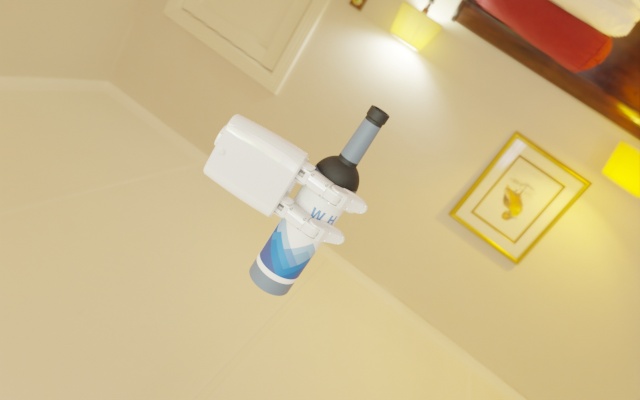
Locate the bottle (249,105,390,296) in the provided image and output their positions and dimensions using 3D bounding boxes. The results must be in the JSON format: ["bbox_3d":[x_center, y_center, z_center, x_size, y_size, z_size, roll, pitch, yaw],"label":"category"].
[{"bbox_3d":[0.000,0.002,0.652,0.069,0.296,0.069,29,21,-12],"label":"bottle"}]
